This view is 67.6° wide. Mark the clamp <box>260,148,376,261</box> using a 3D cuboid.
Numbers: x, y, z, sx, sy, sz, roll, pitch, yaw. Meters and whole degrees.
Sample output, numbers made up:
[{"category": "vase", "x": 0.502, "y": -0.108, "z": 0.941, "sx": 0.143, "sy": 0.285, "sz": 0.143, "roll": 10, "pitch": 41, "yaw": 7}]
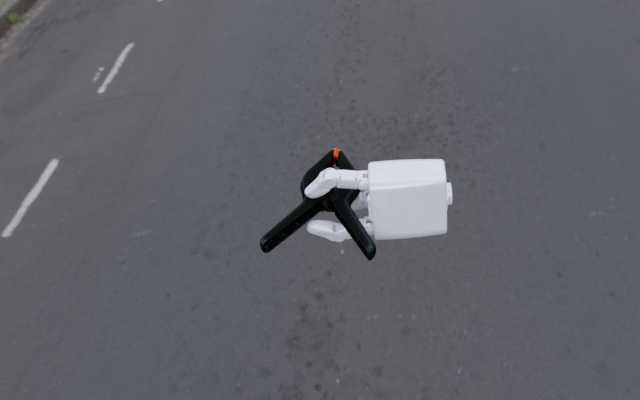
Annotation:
[{"category": "clamp", "x": 0.000, "y": 0.001, "z": 0.720, "sx": 0.164, "sy": 0.209, "sz": 0.036, "roll": -2, "pitch": -42, "yaw": 7}]
